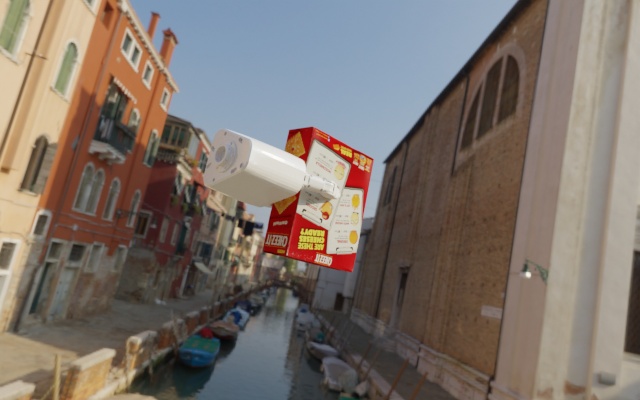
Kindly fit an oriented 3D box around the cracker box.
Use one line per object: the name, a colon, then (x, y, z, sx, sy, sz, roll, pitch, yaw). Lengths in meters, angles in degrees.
cracker box: (0.000, 0.003, 0.824, 0.072, 0.213, 0.164, 2, -14, 45)
